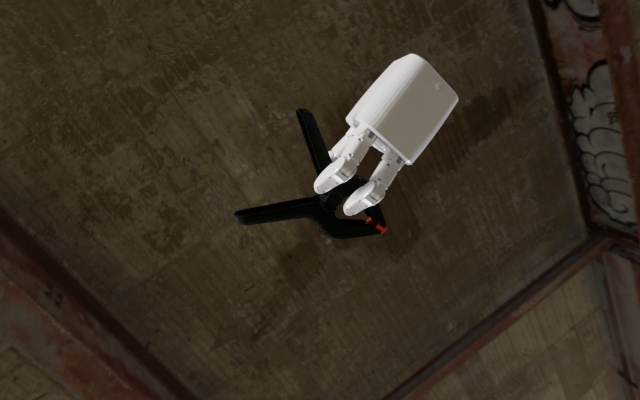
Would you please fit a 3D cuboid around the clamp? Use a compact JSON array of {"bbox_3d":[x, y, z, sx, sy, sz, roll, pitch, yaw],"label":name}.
[{"bbox_3d":[0.000,0.002,0.637,0.210,0.164,0.036,36,4,-29],"label":"clamp"}]
